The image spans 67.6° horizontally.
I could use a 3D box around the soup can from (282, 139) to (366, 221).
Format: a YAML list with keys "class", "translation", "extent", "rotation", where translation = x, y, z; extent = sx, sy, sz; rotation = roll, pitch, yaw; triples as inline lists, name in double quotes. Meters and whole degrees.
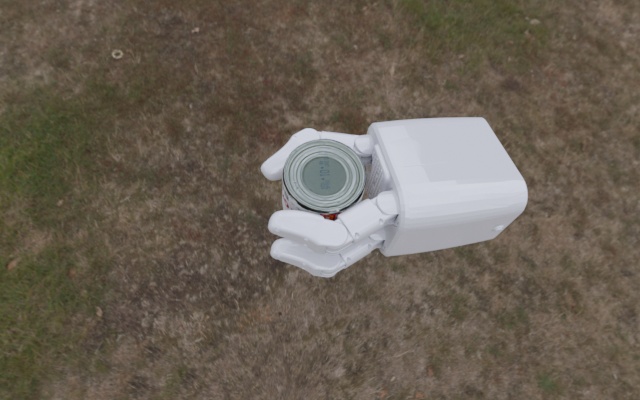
- class: "soup can"
  translation: [0.000, 0.001, 0.416]
  extent: [0.068, 0.068, 0.102]
  rotation: [0, -26, -5]
